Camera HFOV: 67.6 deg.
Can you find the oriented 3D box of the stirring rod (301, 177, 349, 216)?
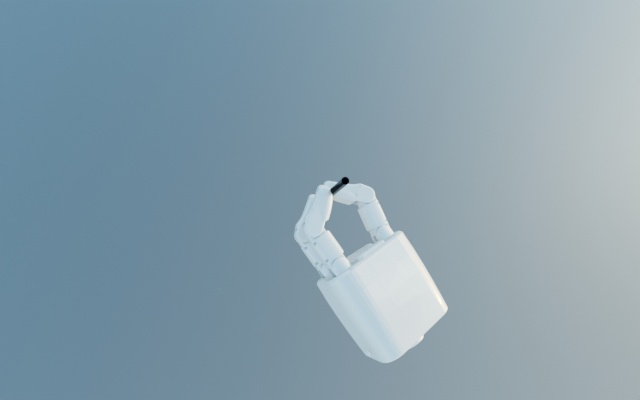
[{"bbox_3d":[0.000,0.002,0.587,0.011,0.011,0.239,0,-10,-12],"label":"stirring rod"}]
